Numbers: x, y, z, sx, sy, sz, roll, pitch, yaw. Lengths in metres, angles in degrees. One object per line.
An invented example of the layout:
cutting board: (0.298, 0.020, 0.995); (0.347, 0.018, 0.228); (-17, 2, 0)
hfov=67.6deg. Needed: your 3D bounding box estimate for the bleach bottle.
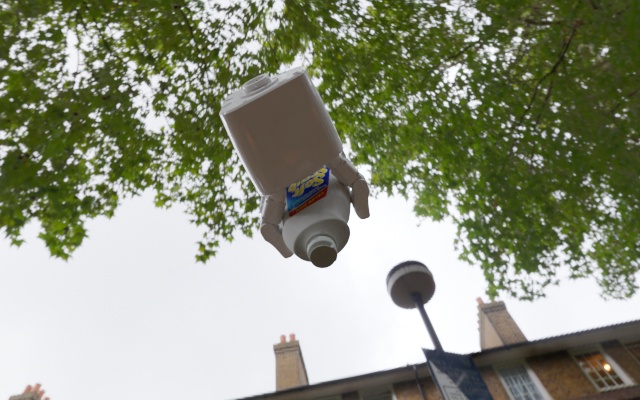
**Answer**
bleach bottle: (0.000, 0.002, 0.603); (0.102, 0.068, 0.250); (-22, 25, 5)
